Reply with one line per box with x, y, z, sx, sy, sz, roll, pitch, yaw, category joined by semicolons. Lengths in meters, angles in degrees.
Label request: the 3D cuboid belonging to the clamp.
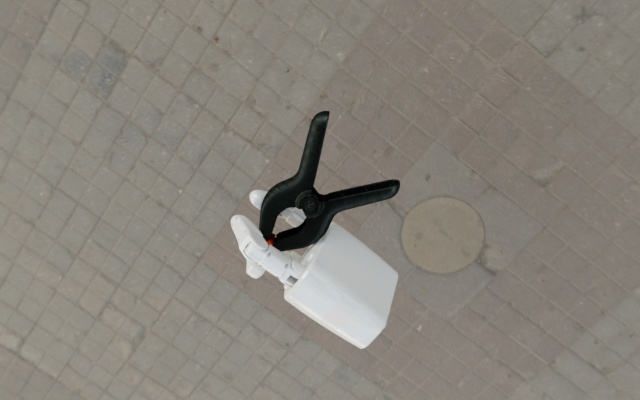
0.000;0.002;0.524;0.120;0.171;0.039;36;19;-4;clamp
